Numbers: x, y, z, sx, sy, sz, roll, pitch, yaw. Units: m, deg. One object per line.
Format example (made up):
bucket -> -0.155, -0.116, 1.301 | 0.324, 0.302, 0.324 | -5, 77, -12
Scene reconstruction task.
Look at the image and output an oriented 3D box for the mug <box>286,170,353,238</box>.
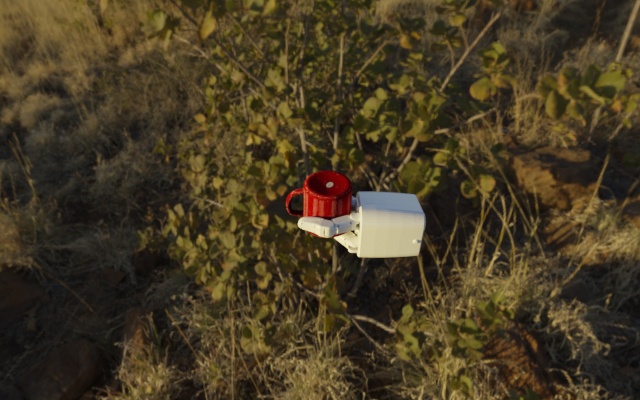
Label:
mug -> -0.001, 0.002, 0.811 | 0.117, 0.082, 0.093 | 1, 39, -1
